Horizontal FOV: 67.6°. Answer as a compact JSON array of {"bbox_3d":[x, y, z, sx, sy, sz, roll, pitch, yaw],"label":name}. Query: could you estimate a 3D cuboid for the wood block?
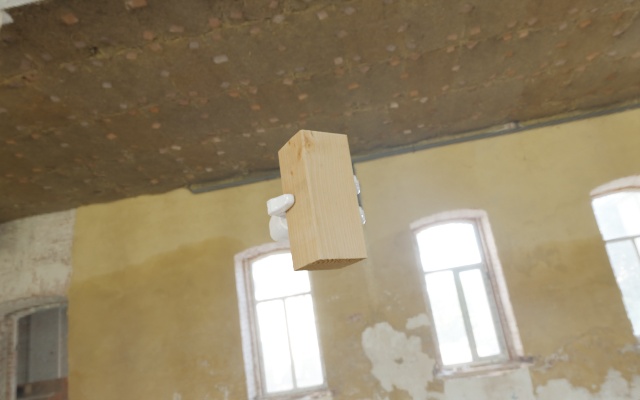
[{"bbox_3d":[0.000,0.003,0.766,0.091,0.206,0.090,1,-19,-31],"label":"wood block"}]
